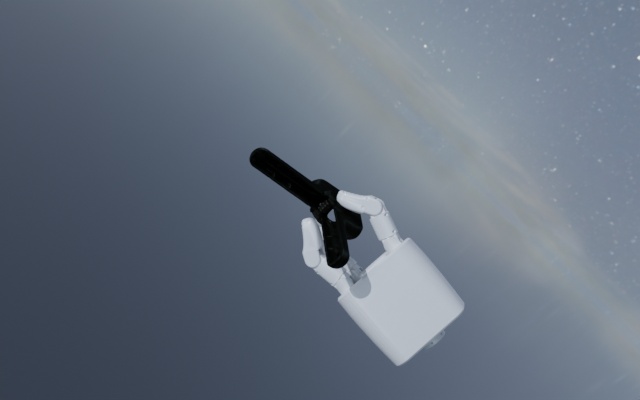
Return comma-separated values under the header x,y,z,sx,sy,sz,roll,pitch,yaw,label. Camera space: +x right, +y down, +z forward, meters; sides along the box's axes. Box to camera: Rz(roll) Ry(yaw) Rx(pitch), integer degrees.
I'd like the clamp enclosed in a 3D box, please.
x,y,z,sx,sy,sz,roll,pitch,yaw,label
0.001,0.002,0.600,0.036,0.164,0.210,-42,-9,15,clamp
